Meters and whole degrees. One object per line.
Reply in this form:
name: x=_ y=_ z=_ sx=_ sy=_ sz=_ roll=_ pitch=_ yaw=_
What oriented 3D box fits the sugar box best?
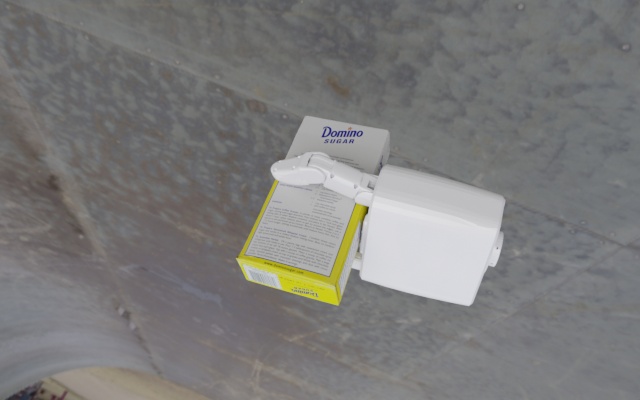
sugar box: x=0.000 y=0.002 z=0.454 sx=0.093 sy=0.176 sz=0.048 roll=13 pitch=-34 yaw=16
